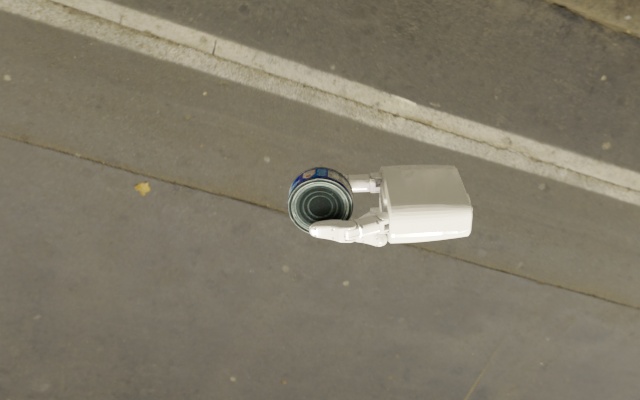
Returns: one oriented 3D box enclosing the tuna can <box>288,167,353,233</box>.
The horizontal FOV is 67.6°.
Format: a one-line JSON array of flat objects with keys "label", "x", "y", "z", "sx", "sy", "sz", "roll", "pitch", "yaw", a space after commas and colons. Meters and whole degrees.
[{"label": "tuna can", "x": 0.000, "y": 0.002, "z": 0.621, "sx": 0.086, "sy": 0.086, "sz": 0.033, "roll": 0, "pitch": 28, "yaw": 2}]
